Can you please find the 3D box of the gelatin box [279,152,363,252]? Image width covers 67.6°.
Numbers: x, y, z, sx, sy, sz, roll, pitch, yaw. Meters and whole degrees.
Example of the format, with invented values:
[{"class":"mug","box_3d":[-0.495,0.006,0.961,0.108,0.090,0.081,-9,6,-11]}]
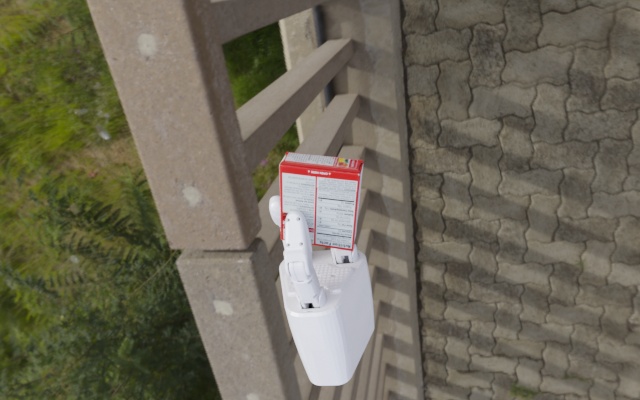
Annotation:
[{"class":"gelatin box","box_3d":[0.000,0.001,0.452,0.073,0.089,0.030,7,34,8]}]
